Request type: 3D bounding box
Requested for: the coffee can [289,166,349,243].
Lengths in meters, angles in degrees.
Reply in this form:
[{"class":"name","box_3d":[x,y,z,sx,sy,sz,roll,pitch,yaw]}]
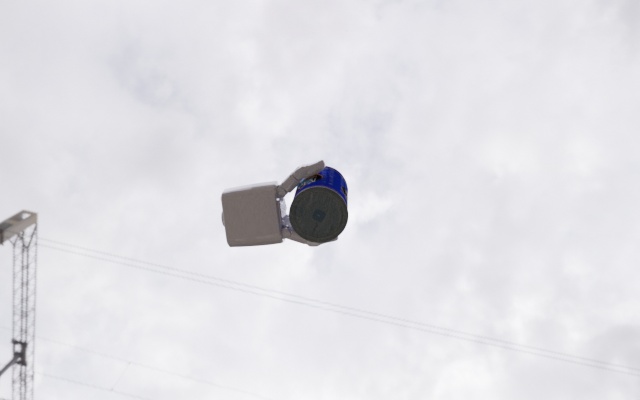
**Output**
[{"class":"coffee can","box_3d":[0.000,0.003,0.880,0.103,0.103,0.140,0,20,3]}]
